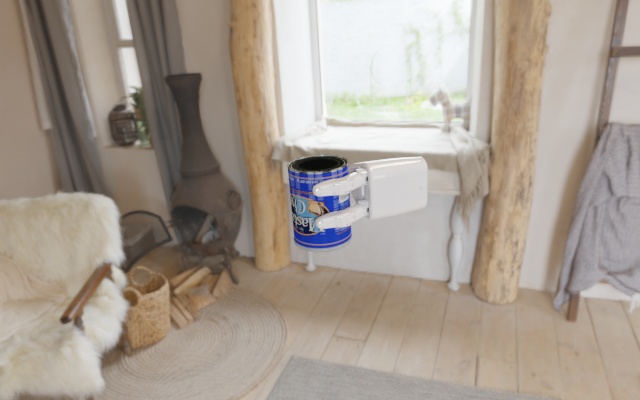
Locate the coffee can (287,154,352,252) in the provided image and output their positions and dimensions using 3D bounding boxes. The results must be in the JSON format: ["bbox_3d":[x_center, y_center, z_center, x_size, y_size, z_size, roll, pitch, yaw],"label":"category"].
[{"bbox_3d":[0.000,0.003,0.811,0.103,0.140,0.102,-3,21,1],"label":"coffee can"}]
